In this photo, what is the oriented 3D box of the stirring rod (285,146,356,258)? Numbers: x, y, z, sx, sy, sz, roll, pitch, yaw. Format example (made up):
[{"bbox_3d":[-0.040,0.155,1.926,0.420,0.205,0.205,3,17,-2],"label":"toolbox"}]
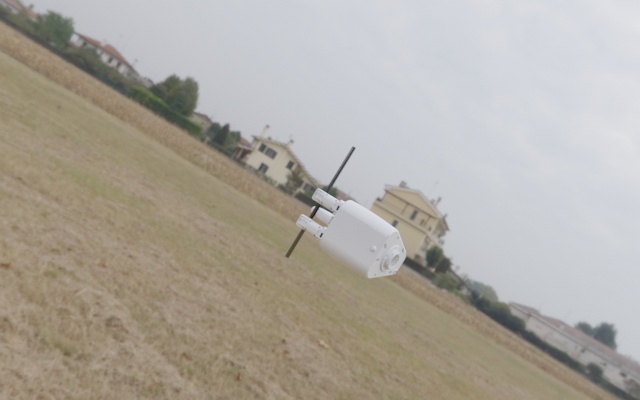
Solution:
[{"bbox_3d":[0.000,0.003,0.891,0.011,0.239,0.011,32,0,0],"label":"stirring rod"}]
